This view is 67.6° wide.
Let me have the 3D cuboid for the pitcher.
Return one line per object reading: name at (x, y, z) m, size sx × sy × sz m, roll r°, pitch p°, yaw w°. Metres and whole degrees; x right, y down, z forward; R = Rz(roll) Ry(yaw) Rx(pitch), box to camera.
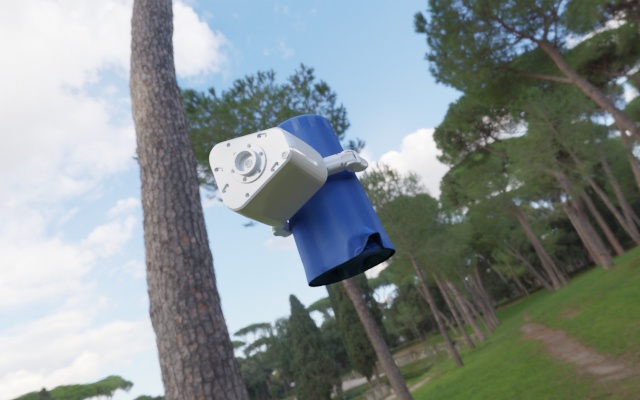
pitcher at (0.000, 0.002, 0.720) m, size 0.149 × 0.242 × 0.145 m, roll -27°, pitch -20°, yaw 15°
